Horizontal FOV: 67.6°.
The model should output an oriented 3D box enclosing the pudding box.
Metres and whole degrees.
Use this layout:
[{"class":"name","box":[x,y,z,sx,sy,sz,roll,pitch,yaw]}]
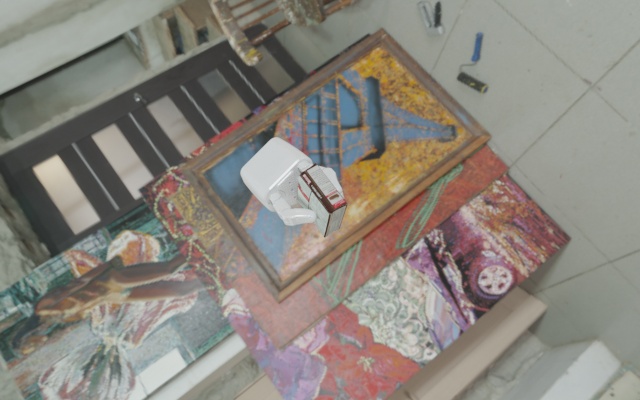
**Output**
[{"class":"pudding box","box":[0.000,0.003,0.807,0.039,0.090,0.113,-33,-17,-16]}]
